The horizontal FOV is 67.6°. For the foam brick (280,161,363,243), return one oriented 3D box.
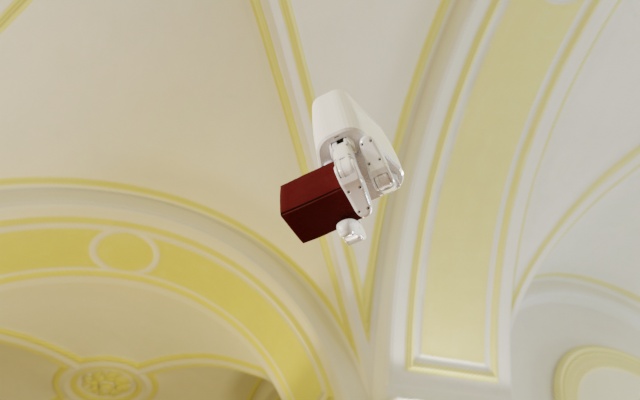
[{"bbox_3d":[0.000,0.002,0.533,0.078,0.053,0.051,-24,39,11],"label":"foam brick"}]
